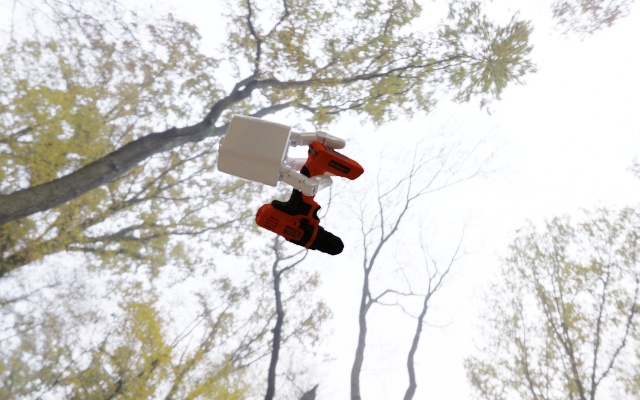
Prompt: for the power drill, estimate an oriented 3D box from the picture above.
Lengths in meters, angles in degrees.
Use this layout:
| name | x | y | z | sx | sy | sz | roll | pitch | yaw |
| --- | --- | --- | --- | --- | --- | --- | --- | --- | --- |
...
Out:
| name | x | y | z | sx | sy | sz | roll | pitch | yaw |
| --- | --- | --- | --- | --- | --- | --- | --- | --- | --- |
| power drill | 0.000 | 0.002 | 0.863 | 0.184 | 0.188 | 0.057 | 25 | 15 | -25 |
